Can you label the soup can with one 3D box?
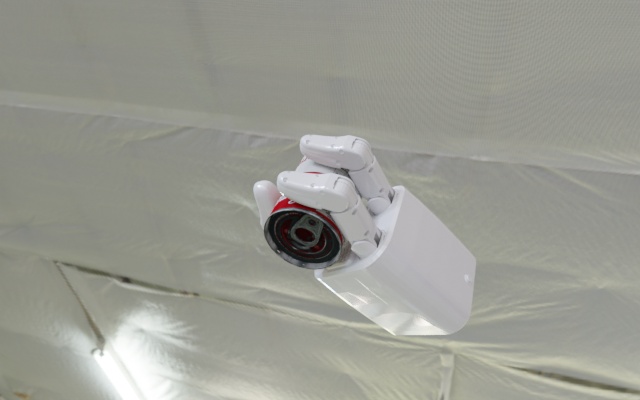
[{"bbox_3d":[0.000,0.001,0.427,0.068,0.068,0.102,0,39,23],"label":"soup can"}]
